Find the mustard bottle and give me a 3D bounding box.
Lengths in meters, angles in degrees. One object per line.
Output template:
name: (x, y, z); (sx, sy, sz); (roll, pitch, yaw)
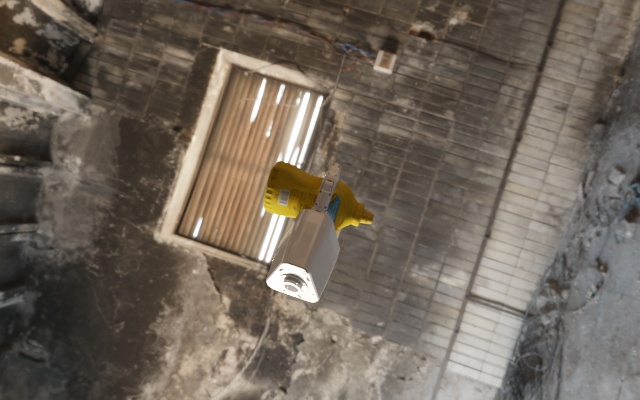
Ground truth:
mustard bottle: (0.000, 0.002, 0.836); (0.191, 0.096, 0.058); (19, 29, 6)
